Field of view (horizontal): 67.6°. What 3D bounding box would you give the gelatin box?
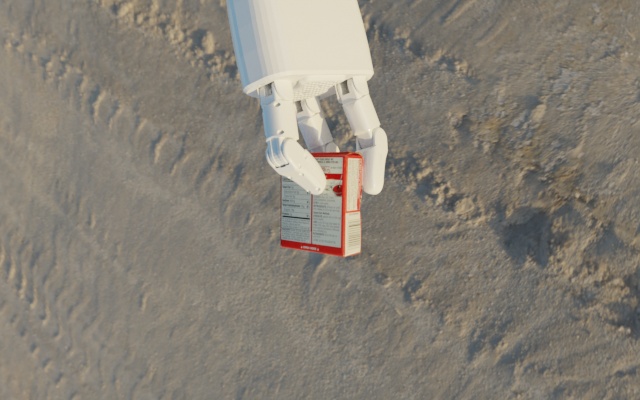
[{"bbox_3d":[0.000,0.002,0.427,0.073,0.089,0.030,4,5,37],"label":"gelatin box"}]
